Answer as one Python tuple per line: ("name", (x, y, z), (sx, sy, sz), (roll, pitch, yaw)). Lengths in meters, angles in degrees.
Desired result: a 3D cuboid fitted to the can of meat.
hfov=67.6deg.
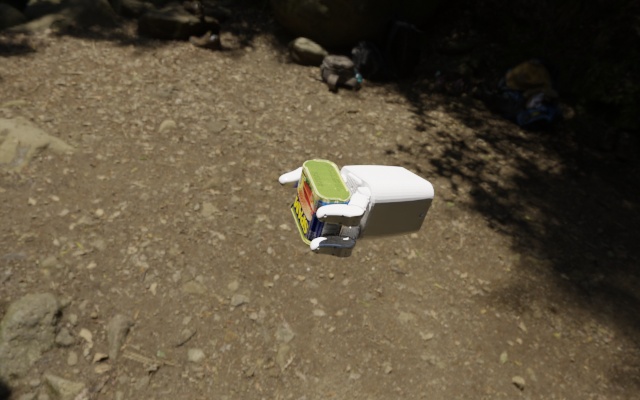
("can of meat", (0.000, 0.002, 0.680), (0.057, 0.084, 0.102), (0, 38, -21))
